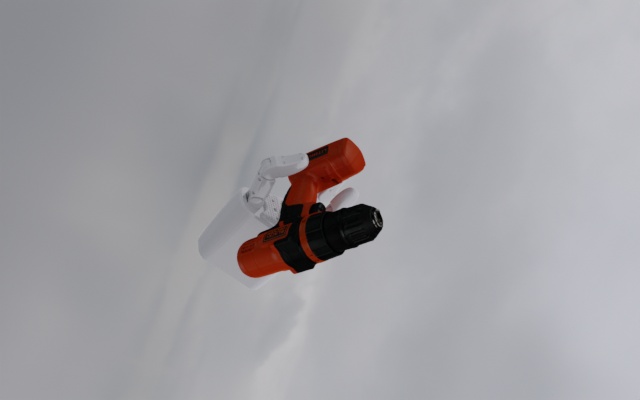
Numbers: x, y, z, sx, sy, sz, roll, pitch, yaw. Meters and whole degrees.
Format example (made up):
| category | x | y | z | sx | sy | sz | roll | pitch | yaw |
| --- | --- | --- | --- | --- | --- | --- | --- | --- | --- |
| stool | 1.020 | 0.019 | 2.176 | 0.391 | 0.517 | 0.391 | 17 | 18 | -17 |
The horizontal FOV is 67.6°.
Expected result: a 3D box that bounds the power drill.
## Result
| category | x | y | z | sx | sy | sz | roll | pitch | yaw |
| --- | --- | --- | --- | --- | --- | --- | --- | --- | --- |
| power drill | 0.000 | 0.002 | 0.567 | 0.184 | 0.057 | 0.187 | -19 | 30 | 30 |
